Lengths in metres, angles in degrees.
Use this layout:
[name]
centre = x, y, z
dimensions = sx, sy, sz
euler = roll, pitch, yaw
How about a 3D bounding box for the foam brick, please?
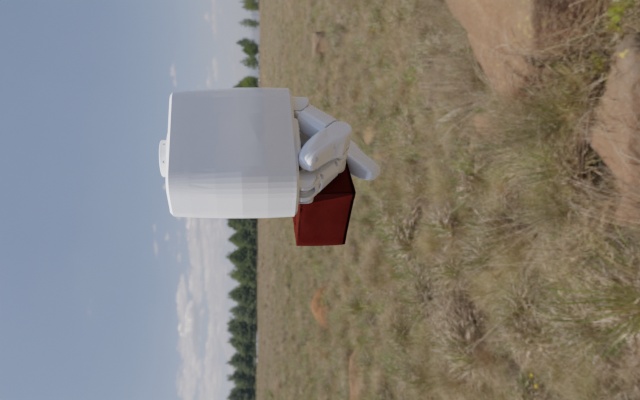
[foam brick]
centre = 0.000, 0.002, 0.474
dimensions = 0.051, 0.053, 0.078
euler = -3, -44, -10
